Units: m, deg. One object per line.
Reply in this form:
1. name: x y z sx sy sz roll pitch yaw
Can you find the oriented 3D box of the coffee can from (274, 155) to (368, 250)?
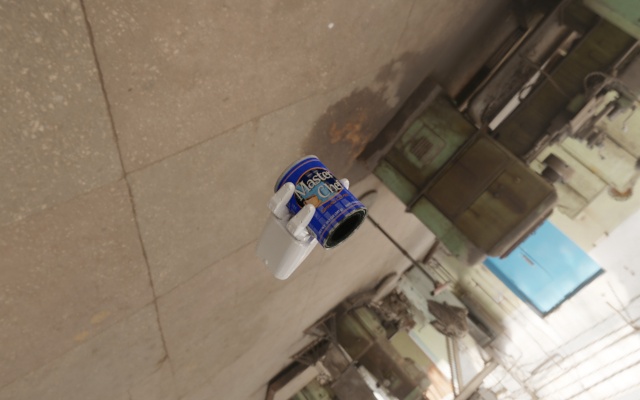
1. coffee can: 0.000 0.003 0.847 0.140 0.103 0.103 47 21 21
